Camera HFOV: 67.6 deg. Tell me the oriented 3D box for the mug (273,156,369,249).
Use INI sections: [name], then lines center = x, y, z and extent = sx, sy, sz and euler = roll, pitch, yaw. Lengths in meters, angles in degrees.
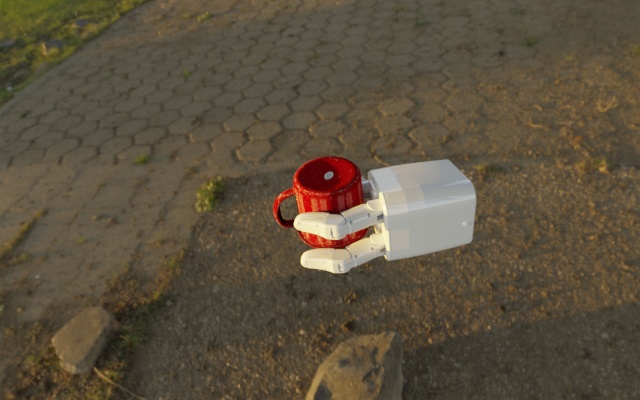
[mug]
center = -0.001, 0.002, 0.585
extent = 0.117, 0.082, 0.093
euler = -10, 38, -2
